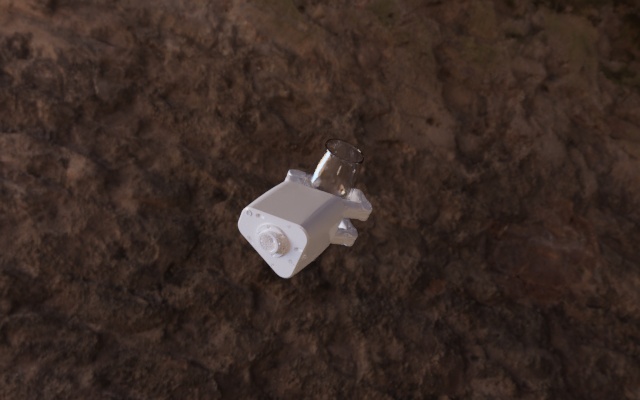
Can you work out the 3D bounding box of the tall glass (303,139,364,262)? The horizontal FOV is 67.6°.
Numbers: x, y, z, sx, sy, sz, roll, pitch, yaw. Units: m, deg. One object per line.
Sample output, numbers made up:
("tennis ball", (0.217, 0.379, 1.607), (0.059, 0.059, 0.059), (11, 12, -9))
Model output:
("tall glass", (0.000, 0.003, 0.754), (0.079, 0.201, 0.079), (18, 33, -12))
